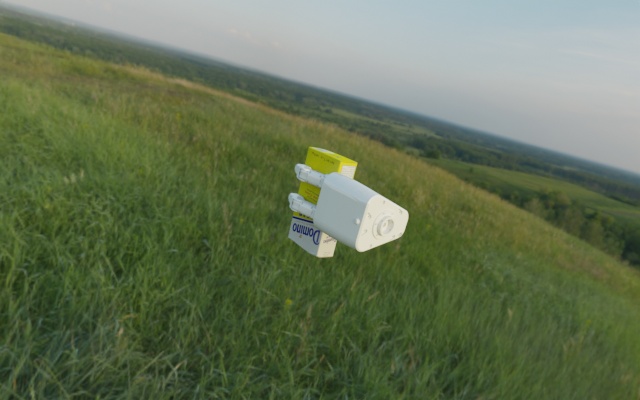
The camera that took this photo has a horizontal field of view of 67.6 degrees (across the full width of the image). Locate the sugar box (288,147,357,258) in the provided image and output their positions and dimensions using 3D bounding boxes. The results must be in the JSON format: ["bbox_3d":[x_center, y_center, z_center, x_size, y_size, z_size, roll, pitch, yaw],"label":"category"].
[{"bbox_3d":[0.000,0.003,0.842,0.048,0.176,0.093,4,17,-41],"label":"sugar box"}]
